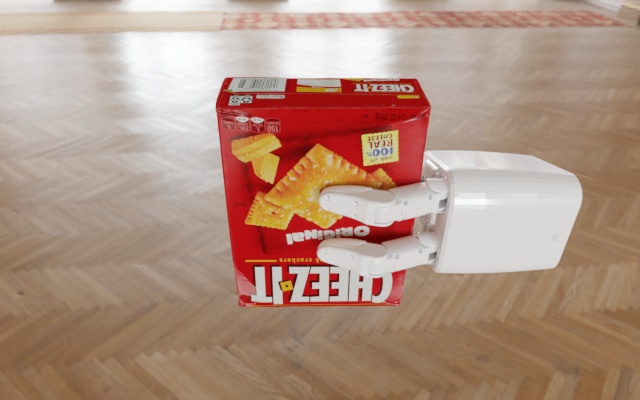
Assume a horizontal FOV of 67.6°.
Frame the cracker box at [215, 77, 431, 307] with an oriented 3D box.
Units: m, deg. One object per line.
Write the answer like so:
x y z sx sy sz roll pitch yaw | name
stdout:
0.000 0.001 0.432 0.164 0.214 0.072 0 34 -1 | cracker box
